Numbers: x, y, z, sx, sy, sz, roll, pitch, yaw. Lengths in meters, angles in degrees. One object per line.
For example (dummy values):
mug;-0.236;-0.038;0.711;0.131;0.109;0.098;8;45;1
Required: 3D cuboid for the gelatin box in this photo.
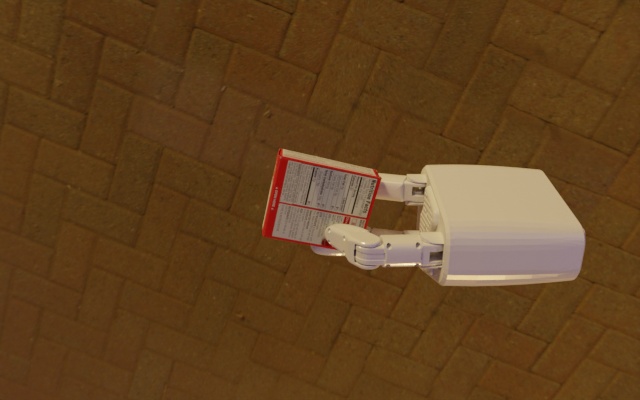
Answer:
gelatin box;0.000;0.001;0.411;0.089;0.073;0.030;11;19;-9
